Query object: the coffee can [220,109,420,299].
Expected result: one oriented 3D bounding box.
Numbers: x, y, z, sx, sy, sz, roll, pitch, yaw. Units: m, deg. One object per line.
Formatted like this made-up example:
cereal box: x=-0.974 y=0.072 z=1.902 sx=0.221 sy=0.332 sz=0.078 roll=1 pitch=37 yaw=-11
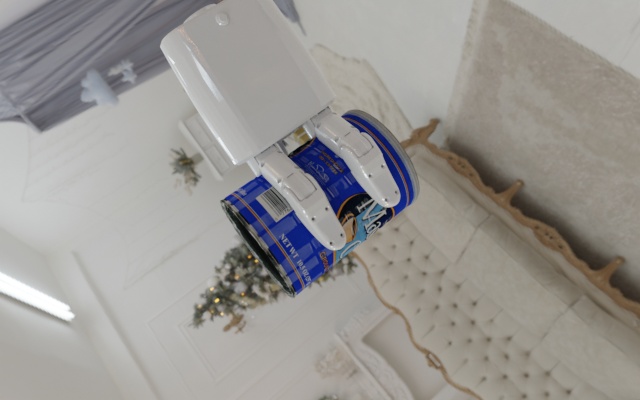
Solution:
coffee can: x=0.000 y=0.001 z=0.417 sx=0.140 sy=0.103 sz=0.103 roll=-37 pitch=11 yaw=-15
